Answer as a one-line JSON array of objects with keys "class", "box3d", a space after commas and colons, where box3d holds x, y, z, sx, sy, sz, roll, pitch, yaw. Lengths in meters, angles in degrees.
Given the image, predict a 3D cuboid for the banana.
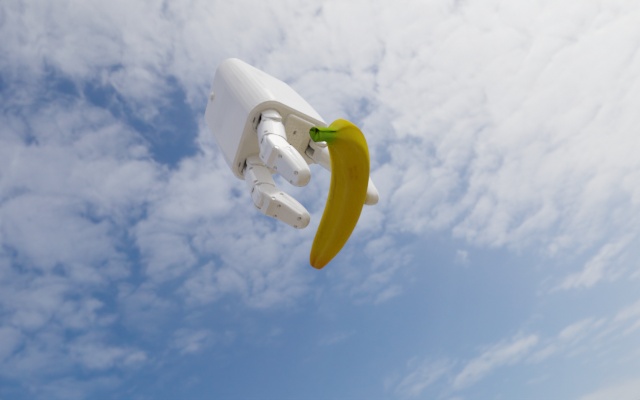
[{"class": "banana", "box3d": [0.016, -0.008, 0.458, 0.069, 0.198, 0.037, -25, 53, -21]}]
